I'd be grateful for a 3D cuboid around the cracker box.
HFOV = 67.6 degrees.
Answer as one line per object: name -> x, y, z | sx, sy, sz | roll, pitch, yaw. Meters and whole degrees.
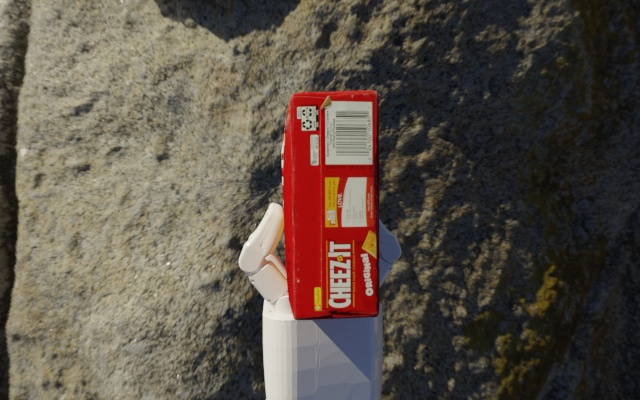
cracker box -> 0.000, 0.001, 0.440 | 0.072, 0.164, 0.213 | -1, 2, -6
